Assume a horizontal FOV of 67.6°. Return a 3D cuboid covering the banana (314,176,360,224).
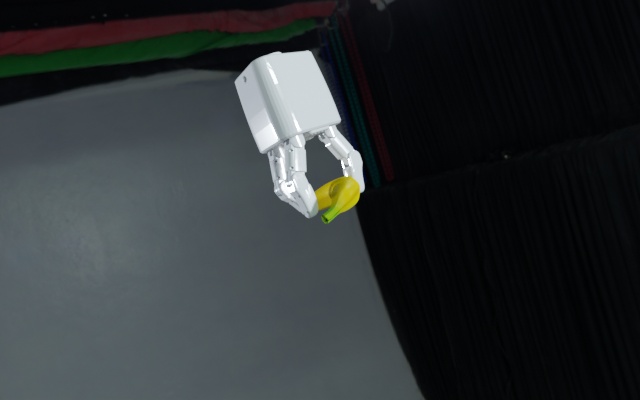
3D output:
[{"bbox_3d":[0.017,-0.006,0.650,0.069,0.037,0.198,-28,4,-4],"label":"banana"}]
